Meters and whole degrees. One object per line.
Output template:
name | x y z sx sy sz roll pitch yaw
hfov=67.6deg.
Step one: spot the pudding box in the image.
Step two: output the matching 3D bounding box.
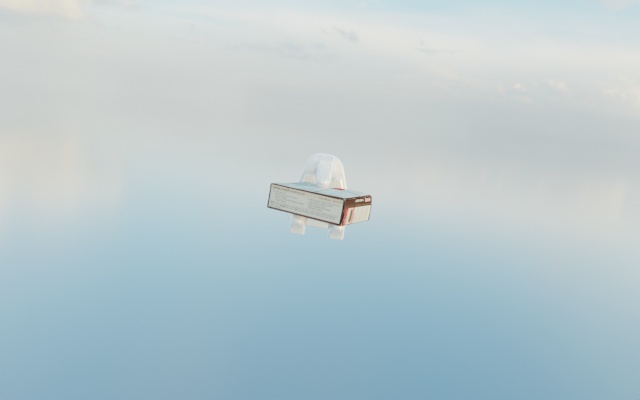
pudding box | 0.000 0.002 0.635 0.113 0.039 0.090 11 9 27
